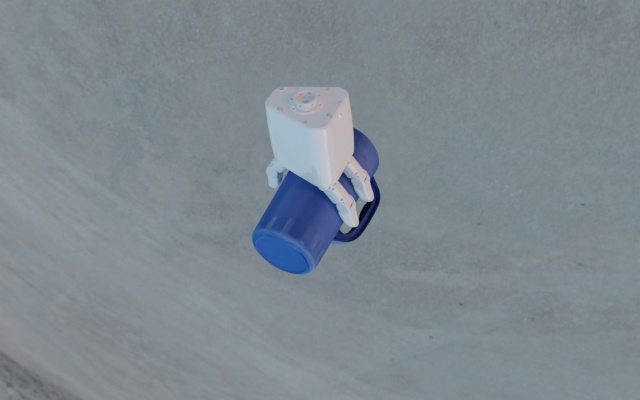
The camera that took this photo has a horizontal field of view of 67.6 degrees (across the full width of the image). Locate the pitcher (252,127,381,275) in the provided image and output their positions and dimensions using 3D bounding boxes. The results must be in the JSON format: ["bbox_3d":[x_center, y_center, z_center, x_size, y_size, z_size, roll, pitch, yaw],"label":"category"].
[{"bbox_3d":[0.000,0.002,0.775,0.149,0.242,0.145,17,-36,18],"label":"pitcher"}]
